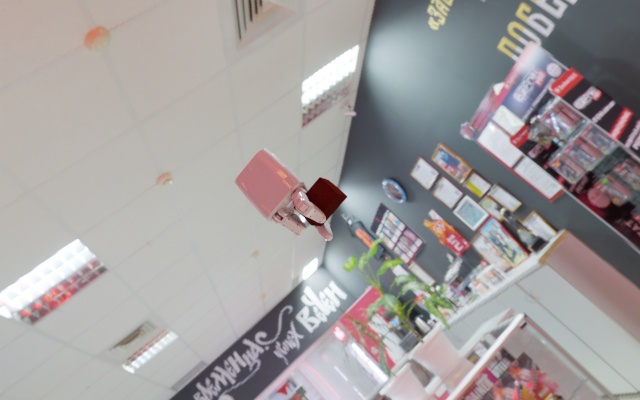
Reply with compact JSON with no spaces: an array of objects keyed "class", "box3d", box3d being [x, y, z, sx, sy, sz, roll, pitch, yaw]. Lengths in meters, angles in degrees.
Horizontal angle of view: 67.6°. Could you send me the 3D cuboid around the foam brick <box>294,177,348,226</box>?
[{"class":"foam brick","box3d":[0.000,0.003,0.881,0.051,0.078,0.053,45,12,18]}]
